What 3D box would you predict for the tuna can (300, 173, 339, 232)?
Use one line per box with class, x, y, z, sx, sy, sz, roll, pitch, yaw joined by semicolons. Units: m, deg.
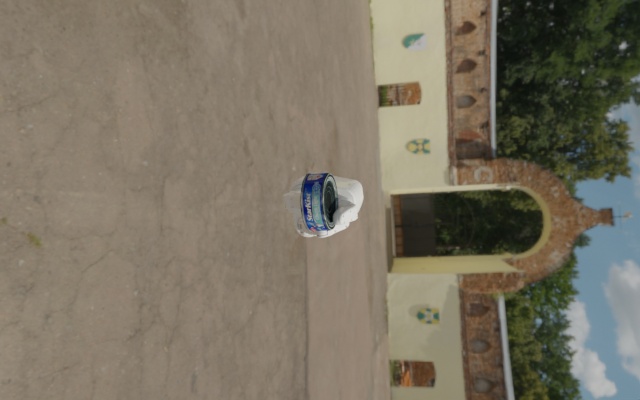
tuna can;0.001;0.002;0.697;0.034;0.086;0.086;-2;-1;17
